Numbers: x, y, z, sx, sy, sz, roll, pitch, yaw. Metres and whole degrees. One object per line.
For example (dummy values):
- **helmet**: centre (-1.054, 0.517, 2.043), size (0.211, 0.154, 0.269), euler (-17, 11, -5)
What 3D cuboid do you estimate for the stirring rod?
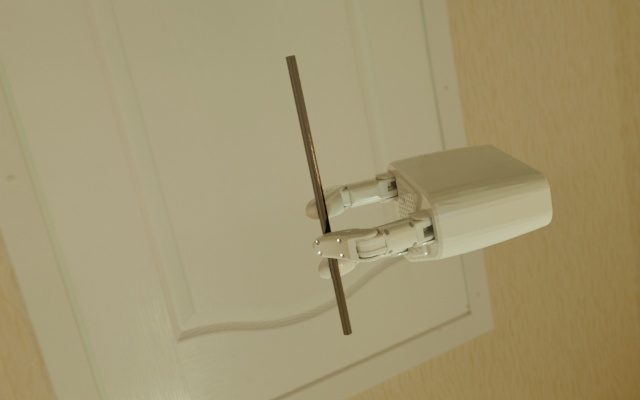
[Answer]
- **stirring rod**: centre (0.000, 0.001, 0.401), size (0.011, 0.239, 0.011), euler (-11, 10, 2)
